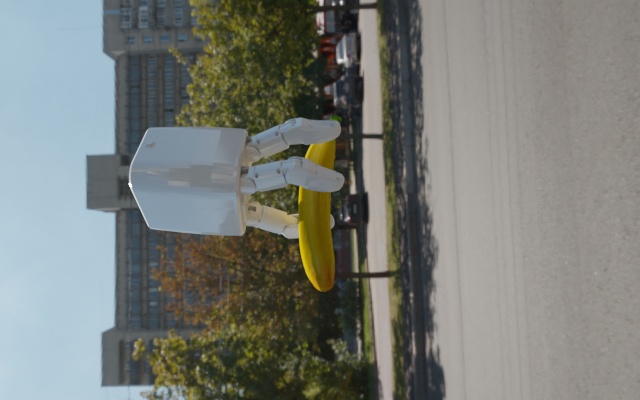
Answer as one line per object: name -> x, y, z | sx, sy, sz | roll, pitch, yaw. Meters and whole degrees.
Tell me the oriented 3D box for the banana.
banana -> -0.003, 0.006, 0.512 | 0.037, 0.197, 0.070 | 6, -25, -9
